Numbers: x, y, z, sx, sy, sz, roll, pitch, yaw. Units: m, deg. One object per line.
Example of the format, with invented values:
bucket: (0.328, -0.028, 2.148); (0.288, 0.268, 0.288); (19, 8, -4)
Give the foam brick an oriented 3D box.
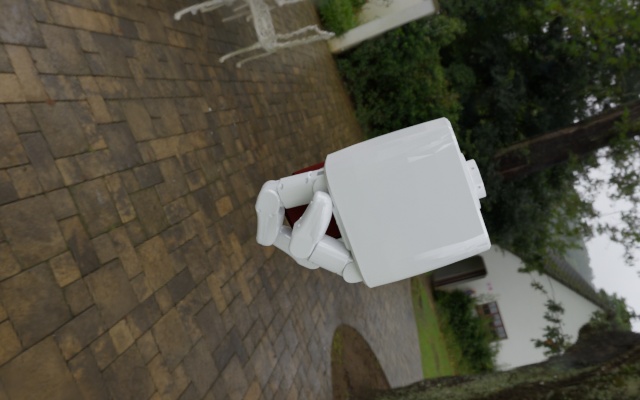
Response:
foam brick: (0.000, 0.001, 0.465); (0.051, 0.053, 0.078); (-20, 23, 15)
